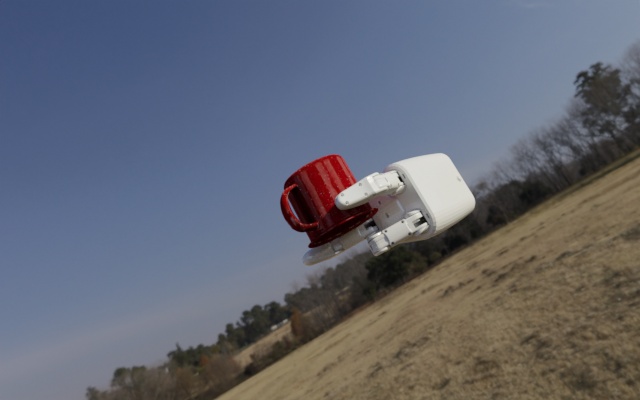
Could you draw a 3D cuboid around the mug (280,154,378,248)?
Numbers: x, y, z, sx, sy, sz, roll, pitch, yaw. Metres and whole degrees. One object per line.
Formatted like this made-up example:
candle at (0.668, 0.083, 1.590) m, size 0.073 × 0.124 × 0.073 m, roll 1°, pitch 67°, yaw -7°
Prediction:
mug at (-0.001, 0.002, 0.558) m, size 0.117 × 0.081 × 0.093 m, roll -17°, pitch -16°, yaw -43°
